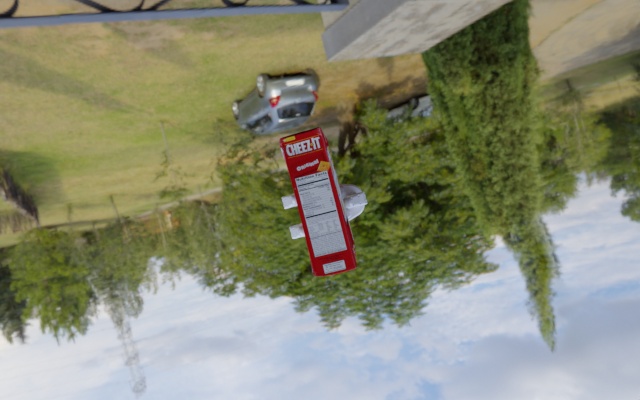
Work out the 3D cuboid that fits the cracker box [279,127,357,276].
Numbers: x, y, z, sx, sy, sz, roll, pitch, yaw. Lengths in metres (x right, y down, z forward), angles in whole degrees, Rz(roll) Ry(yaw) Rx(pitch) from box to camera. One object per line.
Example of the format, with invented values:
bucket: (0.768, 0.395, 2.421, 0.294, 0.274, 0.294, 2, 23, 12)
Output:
cracker box: (0.000, 0.003, 0.766, 0.072, 0.213, 0.164, -15, 1, 4)
